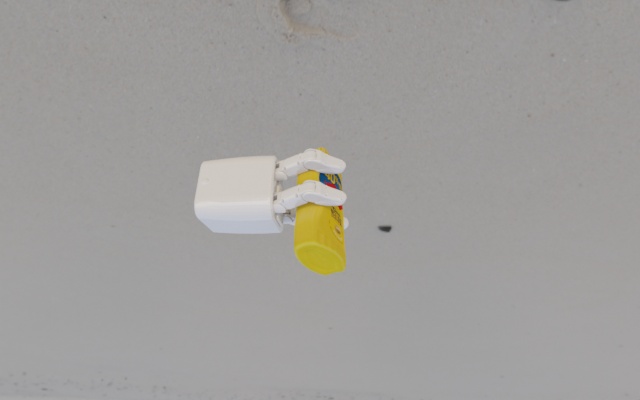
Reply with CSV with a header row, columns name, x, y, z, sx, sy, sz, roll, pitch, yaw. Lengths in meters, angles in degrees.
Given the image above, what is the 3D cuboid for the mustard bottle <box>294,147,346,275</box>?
name,x,y,z,sx,sy,sz,roll,pitch,yaw
mustard bottle,0.000,0.002,0.681,0.058,0.191,0.096,-17,-38,23
